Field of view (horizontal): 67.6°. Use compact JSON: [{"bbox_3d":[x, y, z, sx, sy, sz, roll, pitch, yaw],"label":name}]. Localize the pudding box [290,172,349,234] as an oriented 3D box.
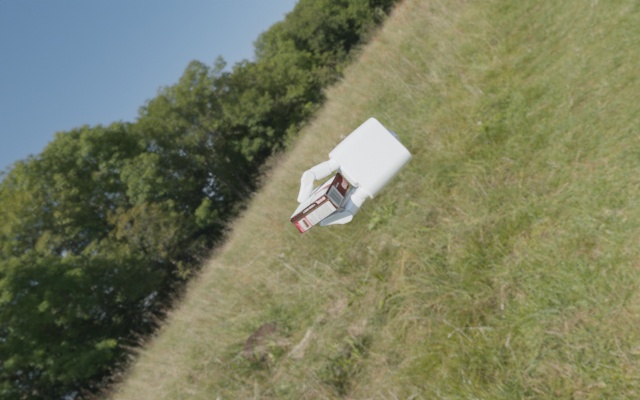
[{"bbox_3d":[0.000,0.003,0.868,0.090,0.039,0.113,-37,9,25],"label":"pudding box"}]
